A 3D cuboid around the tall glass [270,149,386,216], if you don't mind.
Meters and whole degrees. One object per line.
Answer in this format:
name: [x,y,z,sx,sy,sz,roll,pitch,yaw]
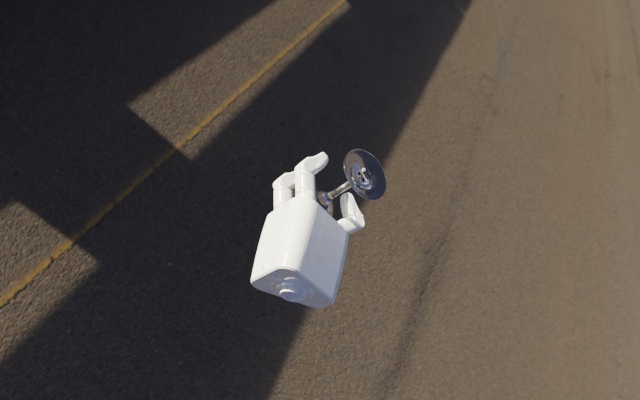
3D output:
tall glass: [0.001,0.002,0.698,0.079,0.079,0.201,0,-22,-40]
